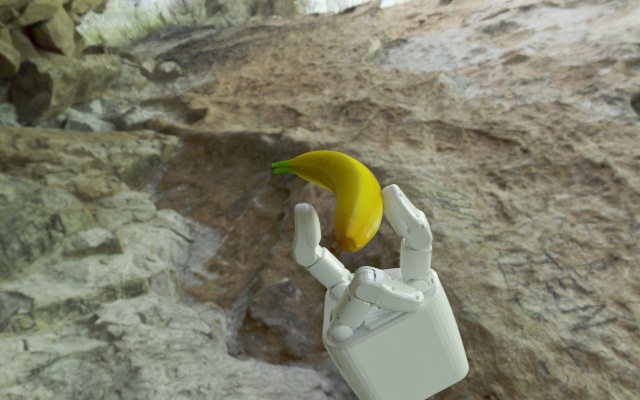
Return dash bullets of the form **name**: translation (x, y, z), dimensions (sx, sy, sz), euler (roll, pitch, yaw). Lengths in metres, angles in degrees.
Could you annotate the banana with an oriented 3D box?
- **banana**: translation (0.015, -0.009, 0.418), dimensions (0.069, 0.037, 0.197), euler (-31, 26, -8)
